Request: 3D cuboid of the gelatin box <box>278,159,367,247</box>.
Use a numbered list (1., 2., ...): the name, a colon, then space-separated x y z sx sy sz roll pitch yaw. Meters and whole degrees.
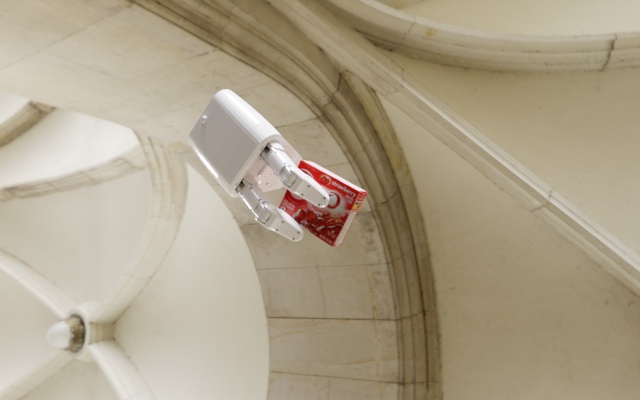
1. gelatin box: 0.001 0.002 0.572 0.089 0.073 0.030 31 12 23
